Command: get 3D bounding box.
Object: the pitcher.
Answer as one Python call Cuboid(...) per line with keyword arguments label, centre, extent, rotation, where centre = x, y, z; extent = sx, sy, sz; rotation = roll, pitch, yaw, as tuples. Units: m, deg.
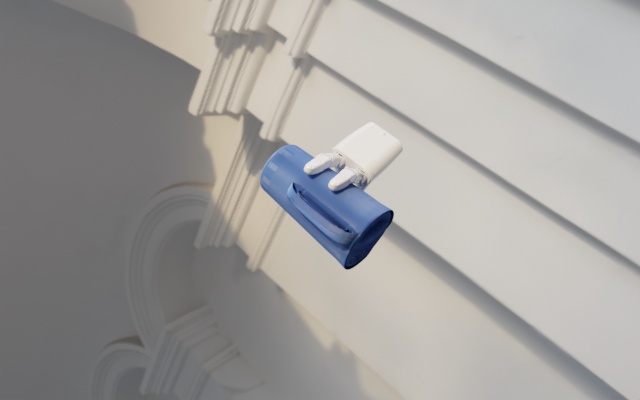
Cuboid(label="pitcher", centre=(0.000, 0.003, 0.871), extent=(0.145, 0.242, 0.149), rotation=(-40, -24, -26))
